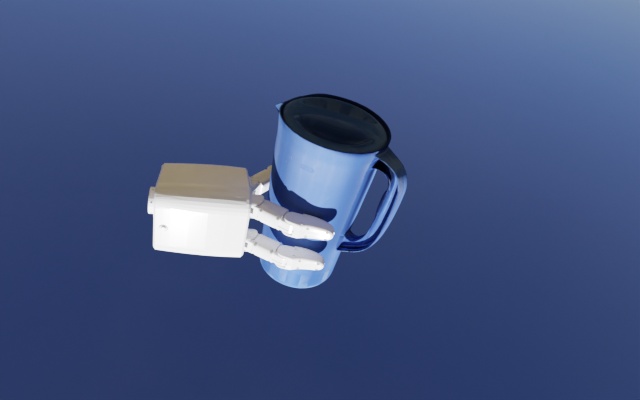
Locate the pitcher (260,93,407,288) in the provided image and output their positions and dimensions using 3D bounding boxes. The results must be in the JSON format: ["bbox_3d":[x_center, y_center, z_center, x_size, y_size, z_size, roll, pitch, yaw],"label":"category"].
[{"bbox_3d":[0.000,0.002,0.611,0.145,0.243,0.149,4,38,-16],"label":"pitcher"}]
